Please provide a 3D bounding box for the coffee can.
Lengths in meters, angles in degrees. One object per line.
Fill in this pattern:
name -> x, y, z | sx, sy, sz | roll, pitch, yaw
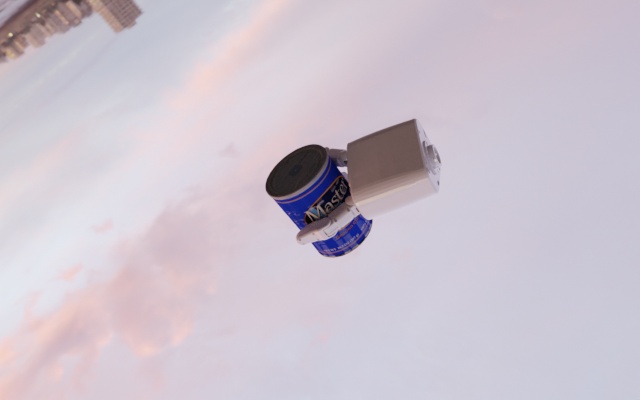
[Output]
coffee can -> 0.000, 0.002, 0.705 | 0.103, 0.102, 0.140 | 0, -41, 43
